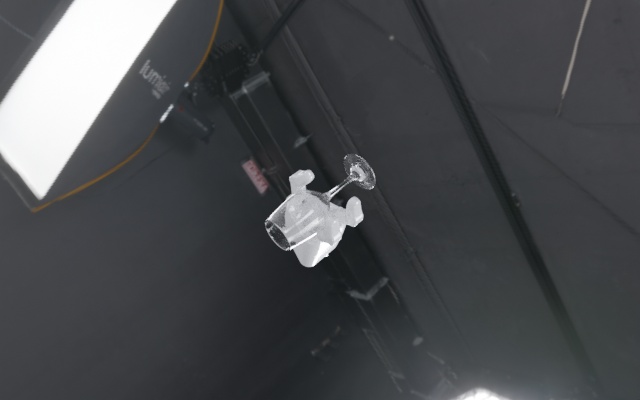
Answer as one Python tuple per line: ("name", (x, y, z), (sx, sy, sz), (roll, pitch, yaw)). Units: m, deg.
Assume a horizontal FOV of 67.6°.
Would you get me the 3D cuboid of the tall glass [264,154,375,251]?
("tall glass", (0.001, 0.002, 0.813), (0.201, 0.079, 0.079), (-38, 19, -27))
